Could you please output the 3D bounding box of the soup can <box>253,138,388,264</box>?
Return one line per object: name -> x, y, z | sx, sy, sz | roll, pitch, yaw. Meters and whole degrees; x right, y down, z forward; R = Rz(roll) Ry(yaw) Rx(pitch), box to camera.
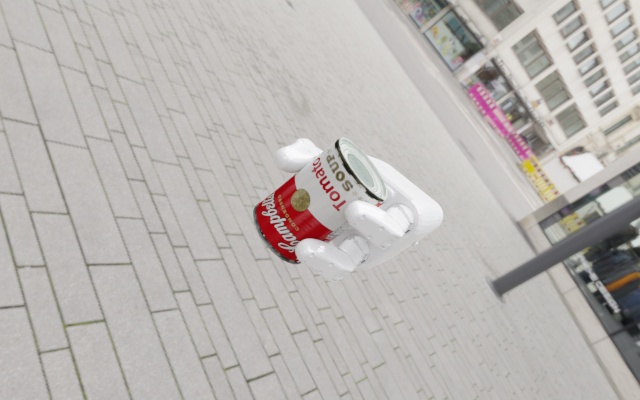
soup can -> 0.000, 0.001, 0.419 | 0.102, 0.068, 0.068 | -38, -16, 22
